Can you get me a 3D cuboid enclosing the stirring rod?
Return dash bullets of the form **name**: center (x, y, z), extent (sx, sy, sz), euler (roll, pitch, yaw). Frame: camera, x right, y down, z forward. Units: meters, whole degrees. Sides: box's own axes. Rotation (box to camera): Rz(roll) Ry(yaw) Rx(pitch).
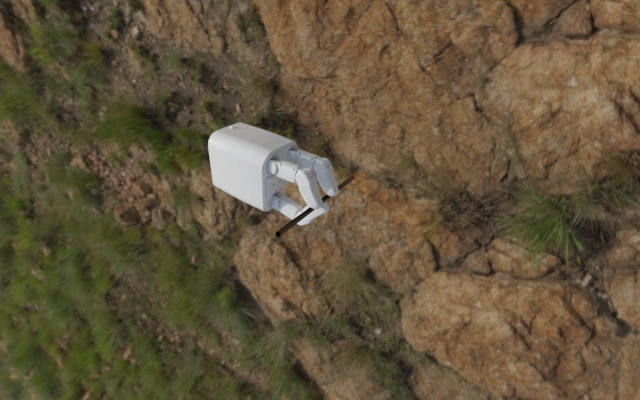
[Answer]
- **stirring rod**: center (0.000, 0.002, 0.711), extent (0.011, 0.011, 0.239), euler (0, 20, 29)
